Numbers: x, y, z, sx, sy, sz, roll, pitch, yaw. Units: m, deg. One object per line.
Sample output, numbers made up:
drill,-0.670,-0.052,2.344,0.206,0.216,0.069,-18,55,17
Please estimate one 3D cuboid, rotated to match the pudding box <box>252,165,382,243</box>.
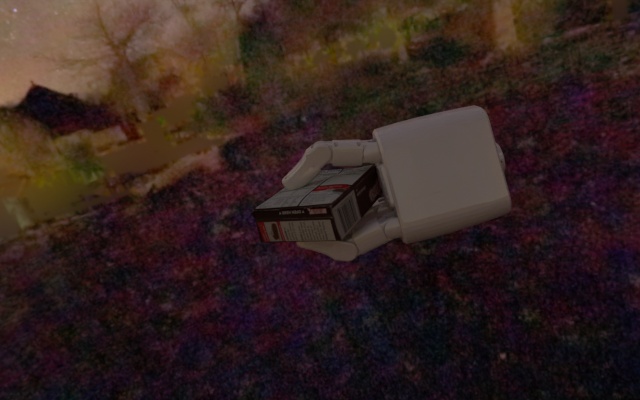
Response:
pudding box,0.000,0.001,0.478,0.090,0.039,0.113,-5,19,30
